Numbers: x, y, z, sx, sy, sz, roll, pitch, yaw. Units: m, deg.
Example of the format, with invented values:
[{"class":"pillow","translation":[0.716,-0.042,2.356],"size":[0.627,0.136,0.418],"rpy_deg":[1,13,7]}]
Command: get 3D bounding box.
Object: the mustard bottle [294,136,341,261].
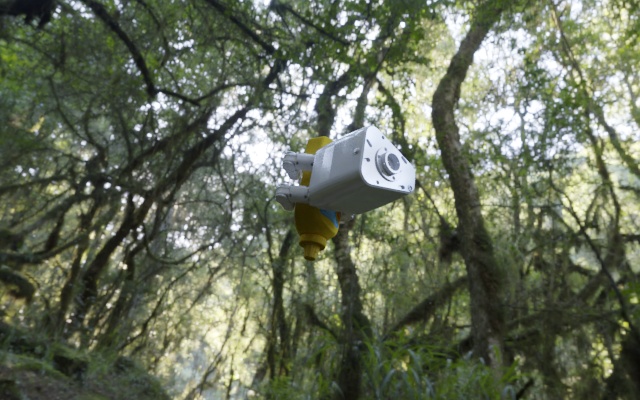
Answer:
[{"class":"mustard bottle","translation":[0.000,0.002,0.748],"size":[0.058,0.191,0.096],"rpy_deg":[-5,-30,27]}]
